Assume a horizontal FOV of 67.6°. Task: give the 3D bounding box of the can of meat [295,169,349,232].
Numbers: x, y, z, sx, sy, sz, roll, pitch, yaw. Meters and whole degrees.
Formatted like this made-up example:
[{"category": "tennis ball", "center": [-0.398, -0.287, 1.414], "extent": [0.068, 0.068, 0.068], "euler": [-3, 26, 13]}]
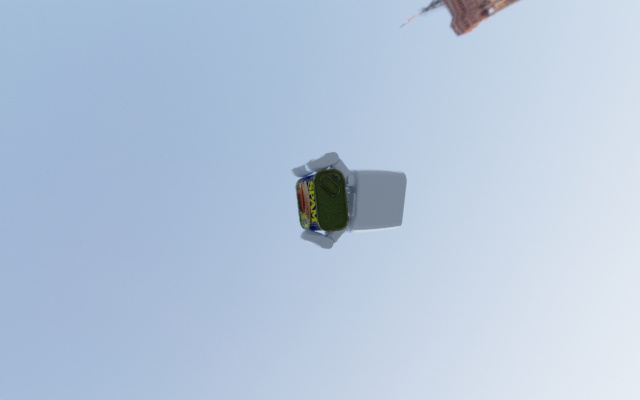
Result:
[{"category": "can of meat", "center": [0.000, 0.003, 0.811], "extent": [0.057, 0.102, 0.084], "euler": [-5, -2, -26]}]
